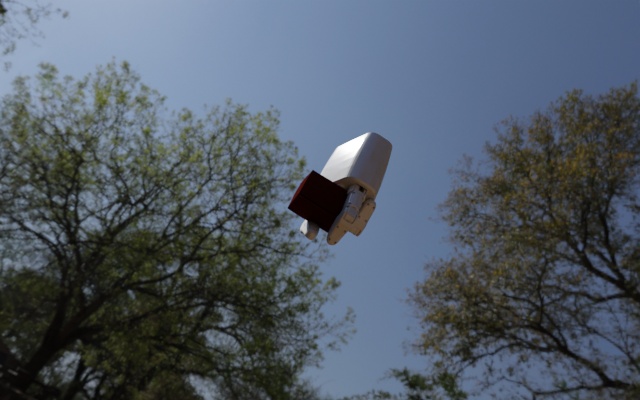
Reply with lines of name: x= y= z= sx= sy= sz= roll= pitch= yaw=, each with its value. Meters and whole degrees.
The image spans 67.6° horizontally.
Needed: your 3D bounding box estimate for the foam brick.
foam brick: x=0.000 y=0.002 z=0.715 sx=0.078 sy=0.051 sz=0.053 roll=32 pitch=-33 yaw=-10
